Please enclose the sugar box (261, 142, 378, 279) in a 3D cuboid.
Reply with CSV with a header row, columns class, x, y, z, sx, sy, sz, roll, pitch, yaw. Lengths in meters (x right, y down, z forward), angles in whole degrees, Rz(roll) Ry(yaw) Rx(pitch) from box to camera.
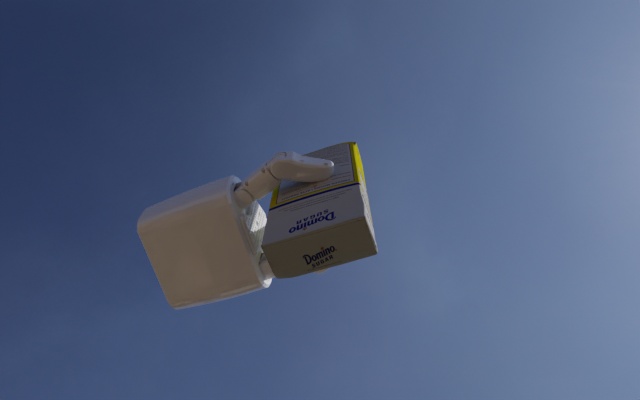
class,x,y,z,sx,sy,sz,roll,pitch,yaw
sugar box,0.000,0.002,0.469,0.093,0.048,0.176,-16,28,10
